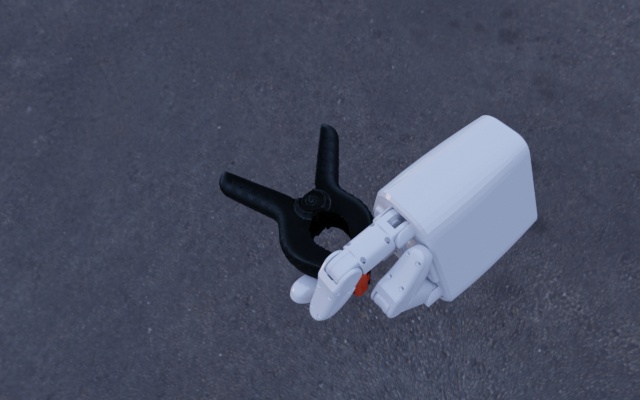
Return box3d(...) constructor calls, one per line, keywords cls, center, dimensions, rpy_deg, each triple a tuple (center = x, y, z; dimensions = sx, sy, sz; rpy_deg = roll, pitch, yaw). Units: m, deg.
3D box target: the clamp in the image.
box3d(cls="clamp", center=(0.000, 0.001, 0.411), dimensions=(0.120, 0.171, 0.039), rpy_deg=(-38, -31, -10))
